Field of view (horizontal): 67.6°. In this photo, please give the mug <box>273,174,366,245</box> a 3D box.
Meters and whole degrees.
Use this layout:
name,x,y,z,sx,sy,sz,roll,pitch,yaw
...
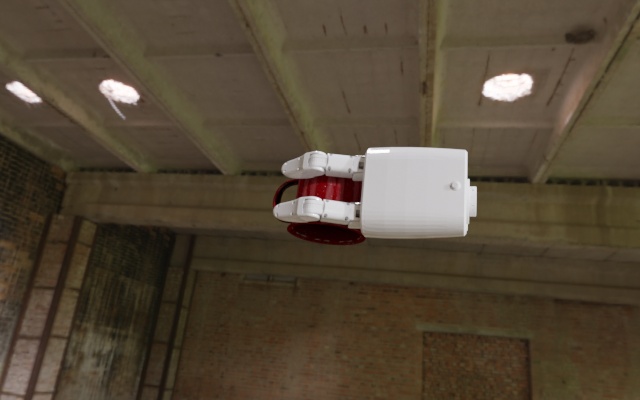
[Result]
name,x,y,z,sx,sy,sz,roll,pitch,yaw
mug,-0.001,0.002,0.572,0.117,0.081,0.093,2,-19,16
